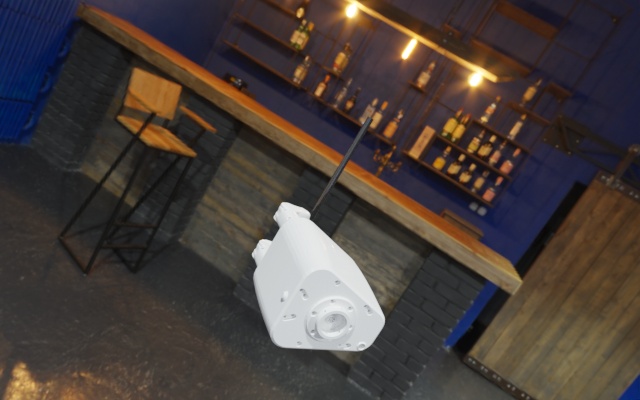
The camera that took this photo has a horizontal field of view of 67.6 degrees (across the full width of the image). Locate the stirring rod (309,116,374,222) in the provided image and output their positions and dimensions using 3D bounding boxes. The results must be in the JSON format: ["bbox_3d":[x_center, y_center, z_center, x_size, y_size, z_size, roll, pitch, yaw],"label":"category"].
[{"bbox_3d":[0.000,0.002,0.598,0.011,0.239,0.011,29,12,-7],"label":"stirring rod"}]
